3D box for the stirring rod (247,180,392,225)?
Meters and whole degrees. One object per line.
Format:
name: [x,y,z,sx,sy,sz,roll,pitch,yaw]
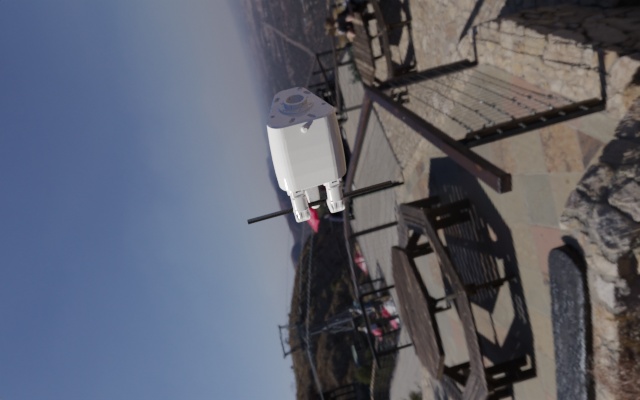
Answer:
stirring rod: [0.000,0.002,0.768,0.239,0.011,0.011,-15,1,-5]
